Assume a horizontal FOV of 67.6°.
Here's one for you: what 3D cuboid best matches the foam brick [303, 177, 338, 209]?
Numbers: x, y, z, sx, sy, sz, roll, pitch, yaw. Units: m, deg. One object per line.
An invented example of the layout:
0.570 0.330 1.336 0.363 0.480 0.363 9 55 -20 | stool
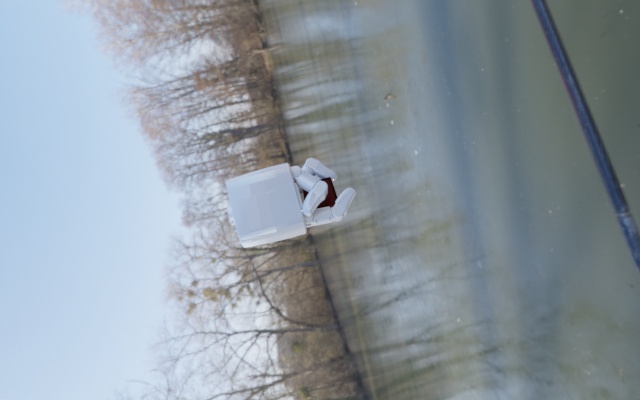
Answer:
0.000 0.003 0.828 0.051 0.053 0.078 -16 -23 -6 | foam brick
